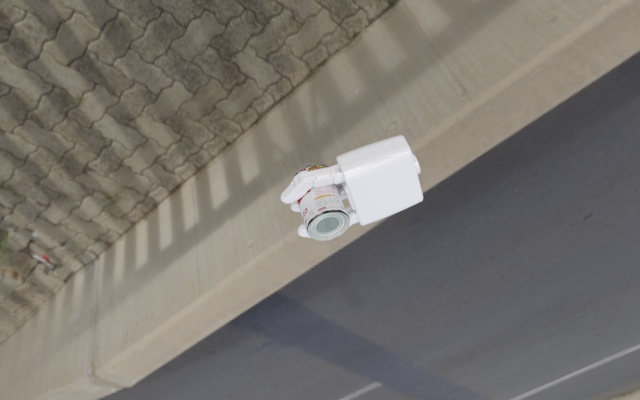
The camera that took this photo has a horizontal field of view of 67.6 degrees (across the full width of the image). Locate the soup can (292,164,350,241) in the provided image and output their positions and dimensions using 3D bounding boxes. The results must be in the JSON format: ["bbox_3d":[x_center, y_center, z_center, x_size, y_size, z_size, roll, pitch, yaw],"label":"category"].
[{"bbox_3d":[0.000,0.003,0.733,0.068,0.102,0.069,-11,-41,-10],"label":"soup can"}]
